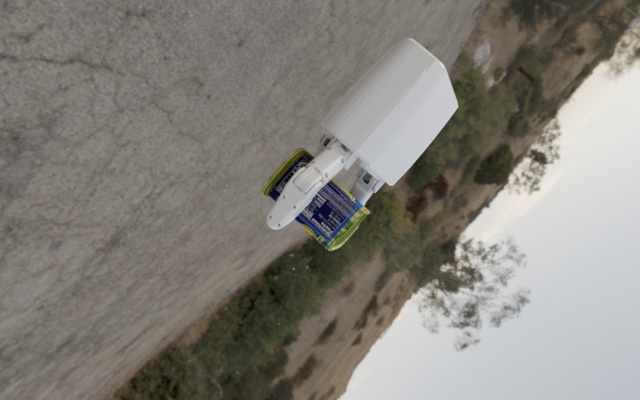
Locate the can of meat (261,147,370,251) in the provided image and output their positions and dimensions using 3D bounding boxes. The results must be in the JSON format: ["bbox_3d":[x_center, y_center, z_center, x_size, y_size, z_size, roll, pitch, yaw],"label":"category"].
[{"bbox_3d":[0.000,0.002,0.465,0.084,0.057,0.102,42,4,8],"label":"can of meat"}]
